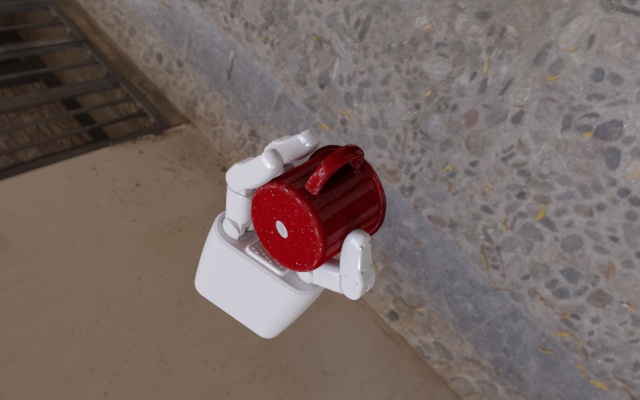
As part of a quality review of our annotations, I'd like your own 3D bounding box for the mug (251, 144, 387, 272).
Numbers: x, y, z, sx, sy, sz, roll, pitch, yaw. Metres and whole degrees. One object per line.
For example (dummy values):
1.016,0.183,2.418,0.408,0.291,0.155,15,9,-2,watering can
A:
0.001,0.001,0.399,0.081,0.093,0.117,-31,-19,-42,mug
